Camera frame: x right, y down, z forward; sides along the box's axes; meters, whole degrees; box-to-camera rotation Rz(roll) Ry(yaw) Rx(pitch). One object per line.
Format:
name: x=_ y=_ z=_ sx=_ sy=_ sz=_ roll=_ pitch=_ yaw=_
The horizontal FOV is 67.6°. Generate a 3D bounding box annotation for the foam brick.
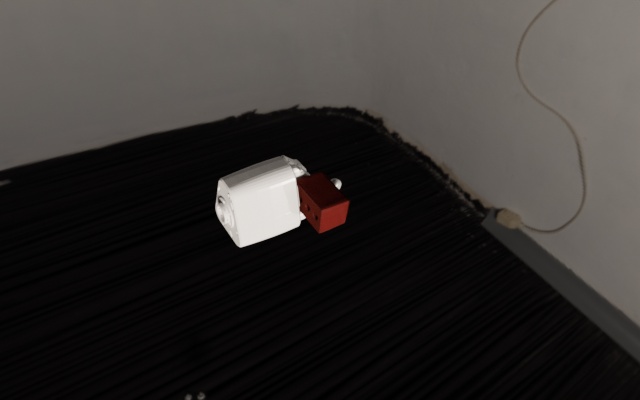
foam brick: x=0.000 y=0.003 z=0.743 sx=0.051 sy=0.053 sz=0.078 roll=-21 pitch=50 yaw=-28
